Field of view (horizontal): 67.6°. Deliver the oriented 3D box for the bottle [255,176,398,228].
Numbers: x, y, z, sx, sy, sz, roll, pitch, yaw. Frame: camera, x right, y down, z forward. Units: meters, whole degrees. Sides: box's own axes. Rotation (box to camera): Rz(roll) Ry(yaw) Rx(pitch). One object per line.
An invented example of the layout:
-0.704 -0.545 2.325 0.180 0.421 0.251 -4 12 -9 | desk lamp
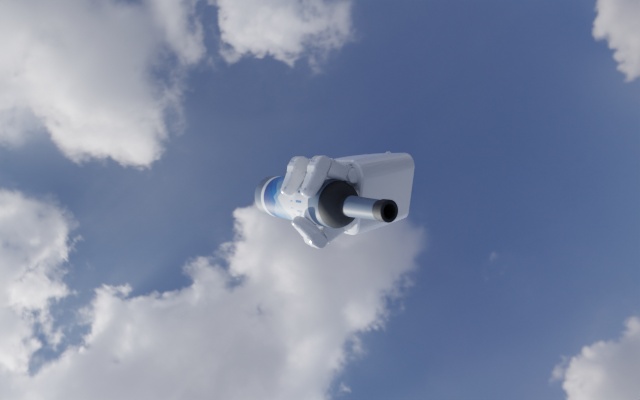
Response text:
0.000 0.002 0.677 0.069 0.069 0.295 0 4 -33 | bottle
